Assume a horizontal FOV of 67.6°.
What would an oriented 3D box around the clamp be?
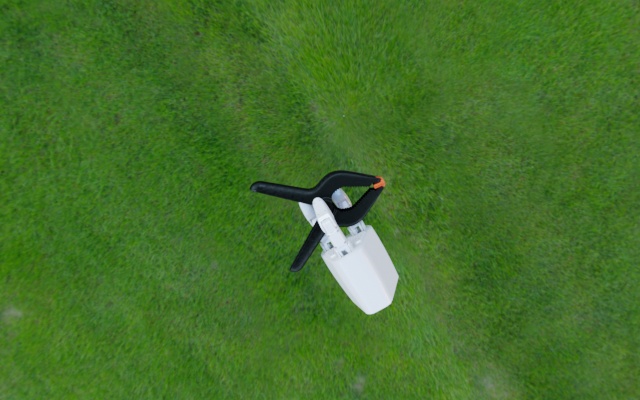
[{"bbox_3d":[0.001,0.003,0.771,0.210,0.164,0.036,-30,12,8],"label":"clamp"}]
